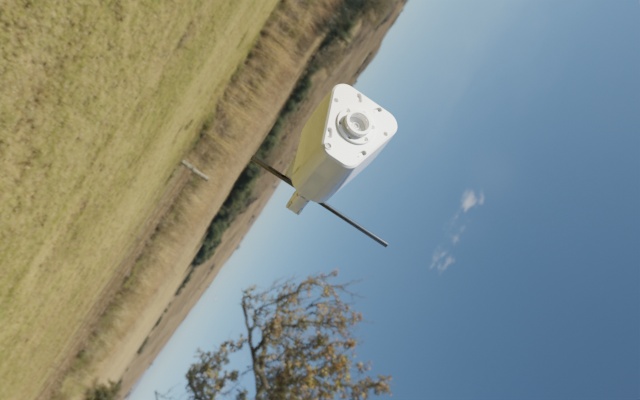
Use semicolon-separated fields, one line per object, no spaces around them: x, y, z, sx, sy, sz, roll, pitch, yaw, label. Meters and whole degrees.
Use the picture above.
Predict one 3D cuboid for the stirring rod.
0.000;0.002;0.707;0.239;0.011;0.011;33;-4;-6;stirring rod
